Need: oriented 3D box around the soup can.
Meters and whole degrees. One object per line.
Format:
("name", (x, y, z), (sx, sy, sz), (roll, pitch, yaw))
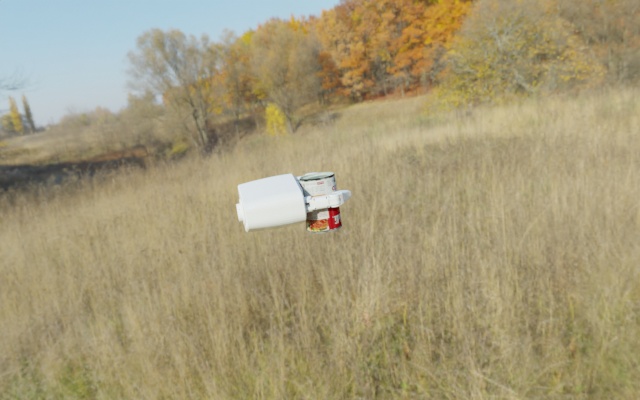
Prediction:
("soup can", (0.001, 0.003, 0.891), (0.068, 0.102, 0.068), (-8, 12, 2))
